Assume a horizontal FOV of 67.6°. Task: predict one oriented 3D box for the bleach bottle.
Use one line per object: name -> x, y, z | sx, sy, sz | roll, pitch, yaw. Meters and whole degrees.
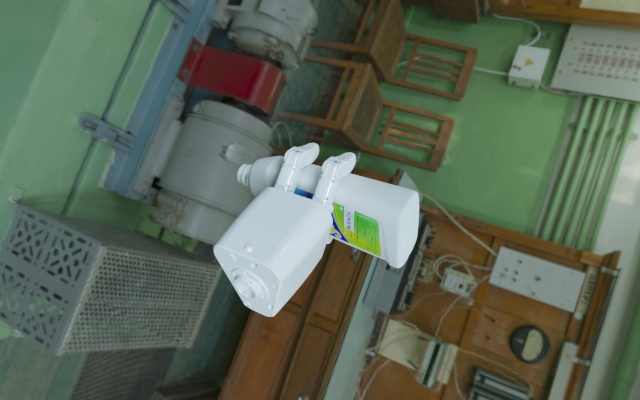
bleach bottle -> 0.000, 0.002, 0.630 | 0.251, 0.103, 0.068 | 17, 48, 25
